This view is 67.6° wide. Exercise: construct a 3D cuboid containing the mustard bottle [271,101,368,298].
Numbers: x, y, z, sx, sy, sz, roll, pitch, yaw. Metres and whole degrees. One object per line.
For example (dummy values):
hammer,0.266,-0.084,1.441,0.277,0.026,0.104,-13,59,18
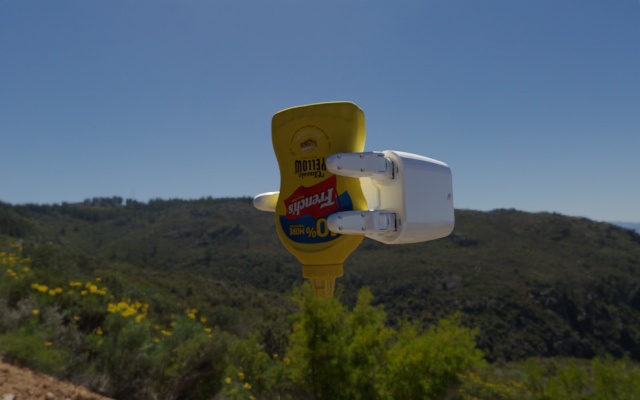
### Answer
mustard bottle,0.000,0.001,0.485,0.096,0.191,0.058,-4,-4,21
